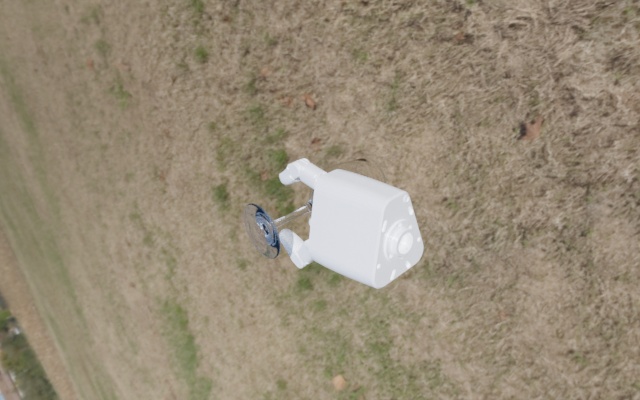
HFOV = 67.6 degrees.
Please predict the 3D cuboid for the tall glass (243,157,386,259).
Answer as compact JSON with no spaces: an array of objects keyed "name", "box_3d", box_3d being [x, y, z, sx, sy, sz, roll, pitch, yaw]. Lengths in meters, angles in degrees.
[{"name":"tall glass","box_3d":[-0.001,0.002,0.642,0.201,0.079,0.079,-27,16,-35]}]
